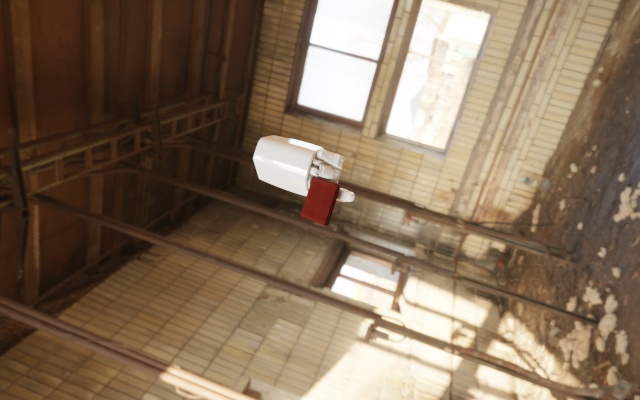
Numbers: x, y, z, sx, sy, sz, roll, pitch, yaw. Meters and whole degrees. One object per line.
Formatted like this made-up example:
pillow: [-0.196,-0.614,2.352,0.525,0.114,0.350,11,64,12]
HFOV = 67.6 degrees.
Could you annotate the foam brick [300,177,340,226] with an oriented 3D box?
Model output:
foam brick: [0.000,0.003,0.882,0.051,0.078,0.053,18,-4,5]
